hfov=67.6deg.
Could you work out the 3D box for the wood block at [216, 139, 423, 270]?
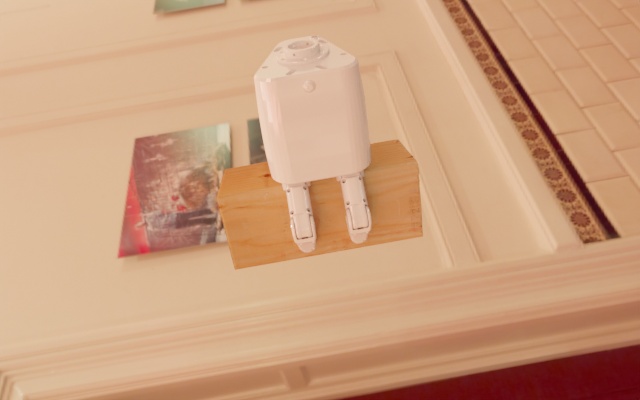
[{"bbox_3d":[0.000,0.001,0.536,0.206,0.090,0.090,-10,24,-1],"label":"wood block"}]
